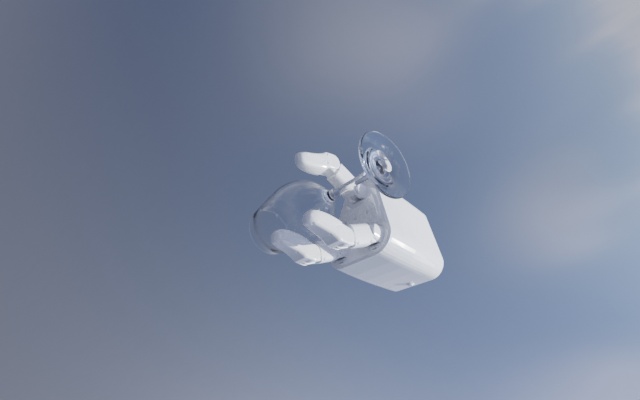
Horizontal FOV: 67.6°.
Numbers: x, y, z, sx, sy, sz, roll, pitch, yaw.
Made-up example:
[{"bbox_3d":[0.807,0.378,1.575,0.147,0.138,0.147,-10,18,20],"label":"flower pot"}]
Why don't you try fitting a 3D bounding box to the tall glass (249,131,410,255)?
[{"bbox_3d":[0.000,0.001,0.539,0.079,0.079,0.201,0,-22,-45],"label":"tall glass"}]
